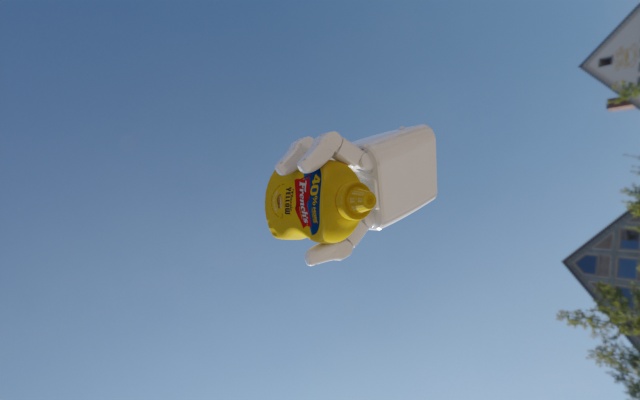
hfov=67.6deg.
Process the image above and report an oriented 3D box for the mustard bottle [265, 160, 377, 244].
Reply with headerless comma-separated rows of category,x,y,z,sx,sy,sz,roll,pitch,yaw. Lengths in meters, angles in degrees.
mustard bottle,0.000,0.002,0.562,0.058,0.096,0.191,6,-4,-32
